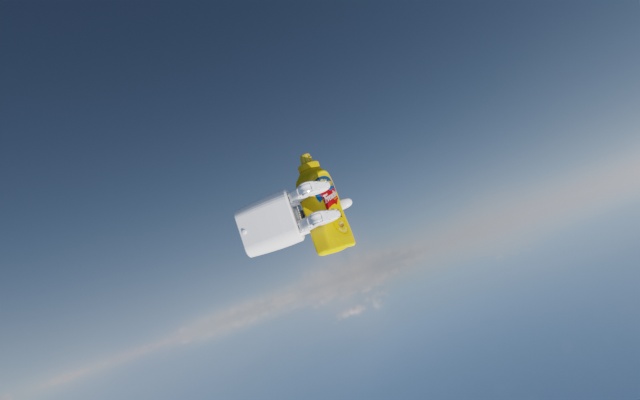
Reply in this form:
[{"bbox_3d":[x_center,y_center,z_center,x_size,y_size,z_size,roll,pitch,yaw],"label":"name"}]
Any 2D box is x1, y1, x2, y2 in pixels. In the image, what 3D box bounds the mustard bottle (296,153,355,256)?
[{"bbox_3d":[0.001,0.003,0.889,0.058,0.191,0.096,-26,-11,32],"label":"mustard bottle"}]
